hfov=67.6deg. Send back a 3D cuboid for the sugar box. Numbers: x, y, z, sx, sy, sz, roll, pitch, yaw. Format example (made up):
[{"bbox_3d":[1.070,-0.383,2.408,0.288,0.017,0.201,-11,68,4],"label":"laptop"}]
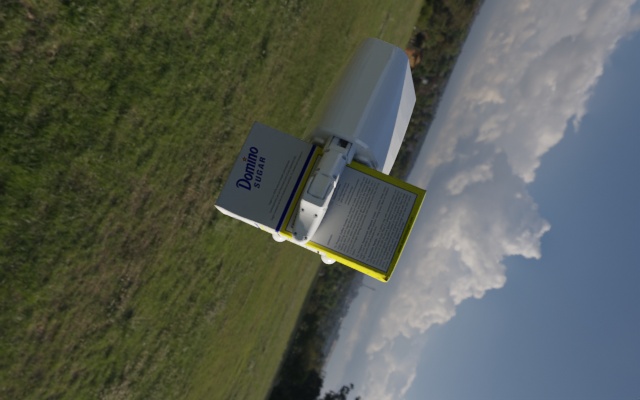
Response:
[{"bbox_3d":[0.000,0.002,0.457,0.176,0.093,0.048,23,-10,7],"label":"sugar box"}]
